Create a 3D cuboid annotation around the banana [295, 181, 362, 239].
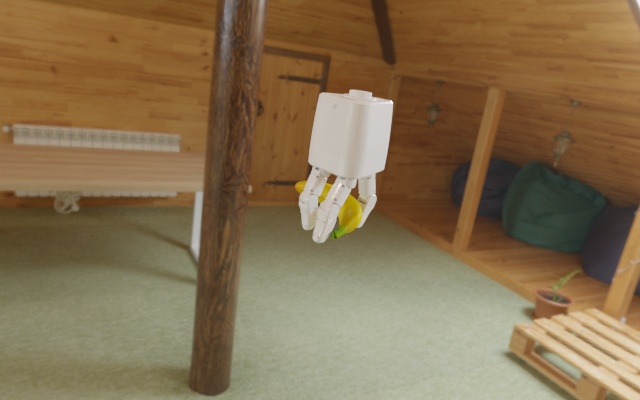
[{"bbox_3d":[0.019,0.003,0.763,0.069,0.037,0.197,-2,22,-20],"label":"banana"}]
